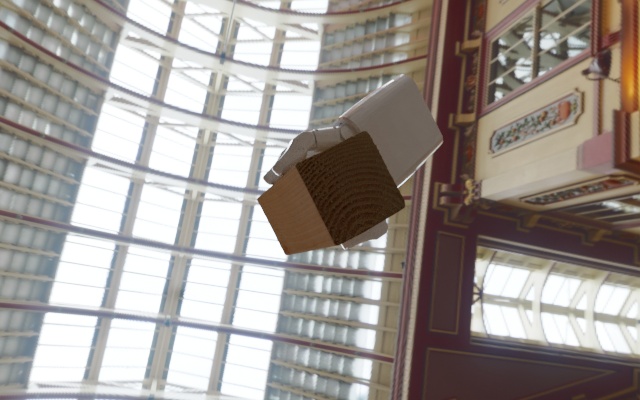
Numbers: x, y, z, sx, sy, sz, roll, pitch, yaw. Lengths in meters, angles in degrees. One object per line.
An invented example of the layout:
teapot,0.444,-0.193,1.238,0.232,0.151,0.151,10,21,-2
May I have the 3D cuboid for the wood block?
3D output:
wood block,0.001,0.002,0.565,0.090,0.091,0.206,-28,0,-20
